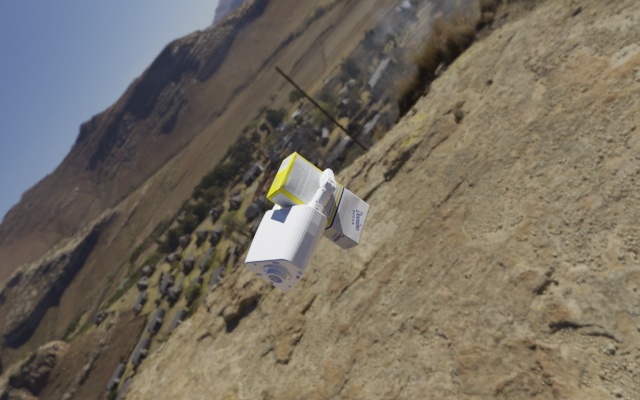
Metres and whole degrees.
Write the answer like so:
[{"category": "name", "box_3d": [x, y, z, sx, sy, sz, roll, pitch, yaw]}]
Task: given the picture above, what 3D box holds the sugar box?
[{"category": "sugar box", "box_3d": [0.000, 0.003, 0.838, 0.176, 0.093, 0.048, 37, -40, -21]}]
